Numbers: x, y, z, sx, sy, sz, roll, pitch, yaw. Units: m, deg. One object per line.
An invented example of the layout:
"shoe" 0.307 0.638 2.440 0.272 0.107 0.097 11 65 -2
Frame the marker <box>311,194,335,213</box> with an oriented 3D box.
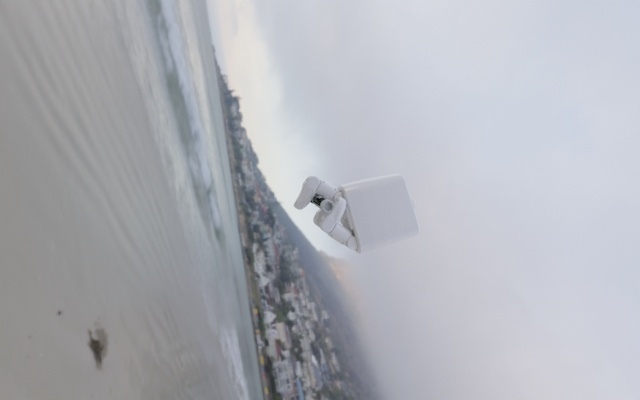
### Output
"marker" 0.000 0.002 0.751 0.020 0.020 0.121 0 6 -11
